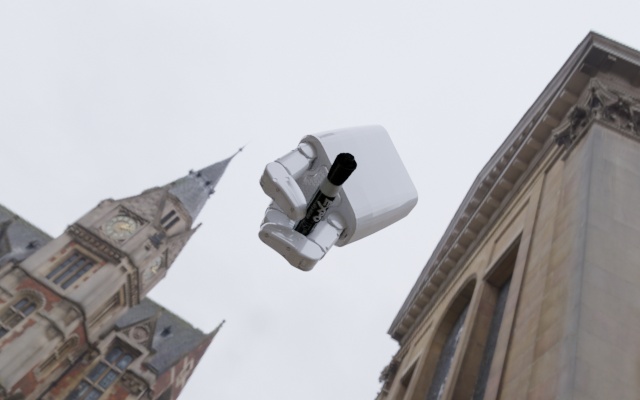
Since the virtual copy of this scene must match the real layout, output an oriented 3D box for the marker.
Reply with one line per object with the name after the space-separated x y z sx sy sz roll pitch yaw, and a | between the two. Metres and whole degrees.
0.000 0.001 0.420 0.020 0.020 0.121 0 -37 -29 | marker
